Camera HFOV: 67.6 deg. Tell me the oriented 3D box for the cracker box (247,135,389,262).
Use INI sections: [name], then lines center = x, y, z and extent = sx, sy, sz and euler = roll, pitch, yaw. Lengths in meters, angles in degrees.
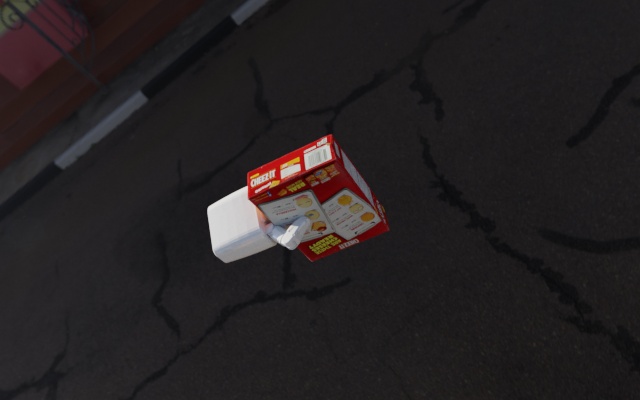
[cracker box]
center = 0.000, 0.003, 0.829
extent = 0.164, 0.072, 0.214
euler = -24, -44, 17
